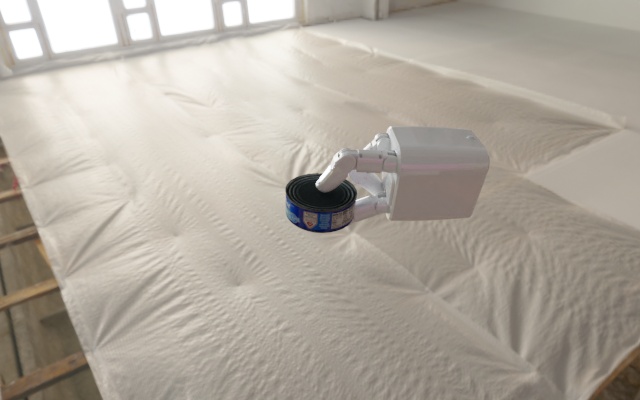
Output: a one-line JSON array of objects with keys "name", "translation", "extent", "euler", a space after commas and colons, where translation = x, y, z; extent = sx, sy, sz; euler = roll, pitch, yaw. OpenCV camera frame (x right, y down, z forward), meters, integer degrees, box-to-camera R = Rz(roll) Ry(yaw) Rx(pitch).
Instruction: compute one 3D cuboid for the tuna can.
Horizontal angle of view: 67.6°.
[{"name": "tuna can", "translation": [0.000, 0.002, 0.575], "extent": [0.086, 0.034, 0.086], "euler": [3, 32, -2]}]
